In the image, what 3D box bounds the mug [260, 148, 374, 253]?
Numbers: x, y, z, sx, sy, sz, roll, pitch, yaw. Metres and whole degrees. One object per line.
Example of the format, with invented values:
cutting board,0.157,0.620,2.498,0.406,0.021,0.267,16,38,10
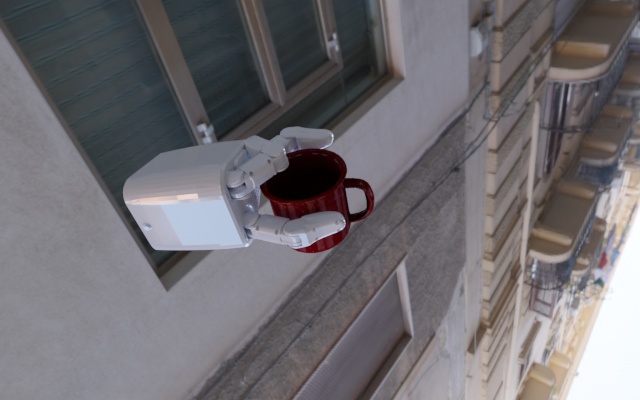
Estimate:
mug,0.002,0.002,0.518,0.117,0.082,0.093,-4,40,11
